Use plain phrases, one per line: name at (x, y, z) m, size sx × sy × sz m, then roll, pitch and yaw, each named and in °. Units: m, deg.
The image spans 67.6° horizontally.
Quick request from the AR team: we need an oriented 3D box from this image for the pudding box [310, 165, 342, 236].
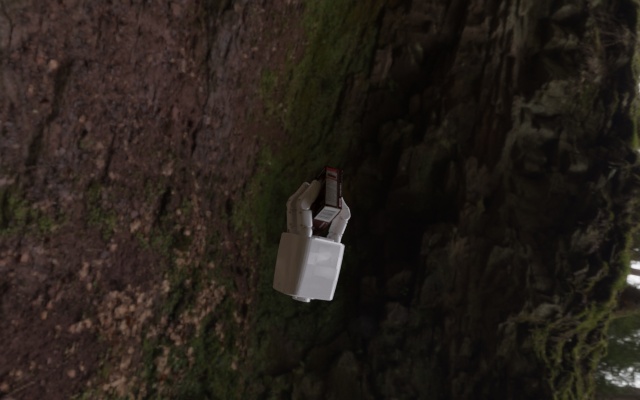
pudding box at (0.000, 0.003, 0.882) m, size 0.039 × 0.090 × 0.113 m, roll 16°, pitch -35°, yaw -22°
